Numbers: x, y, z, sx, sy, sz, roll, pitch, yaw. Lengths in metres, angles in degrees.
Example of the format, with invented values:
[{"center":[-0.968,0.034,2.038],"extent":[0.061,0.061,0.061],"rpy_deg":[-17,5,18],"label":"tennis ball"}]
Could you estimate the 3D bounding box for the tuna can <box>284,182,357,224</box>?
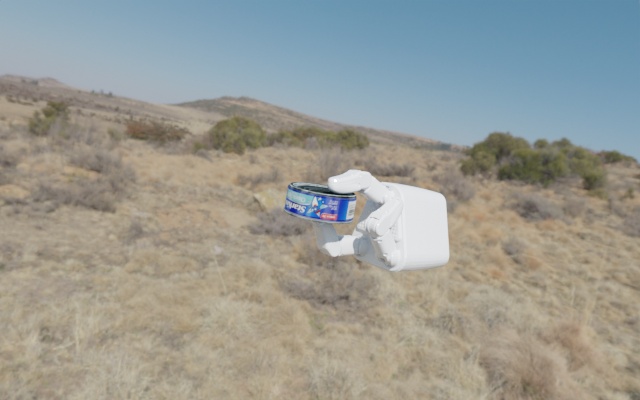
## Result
[{"center":[0.000,0.001,0.579],"extent":[0.086,0.034,0.086],"rpy_deg":[9,9,-2],"label":"tuna can"}]
